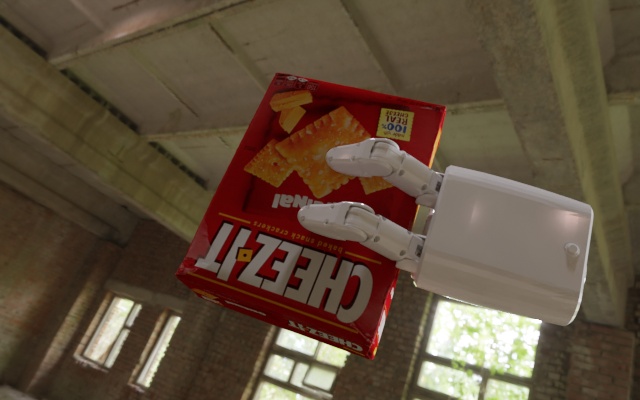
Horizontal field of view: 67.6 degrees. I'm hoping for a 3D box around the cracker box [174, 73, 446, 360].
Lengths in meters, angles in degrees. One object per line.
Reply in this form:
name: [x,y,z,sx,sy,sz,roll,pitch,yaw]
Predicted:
cracker box: [0.000,0.001,0.412,0.164,0.213,0.072,16,-23,14]
